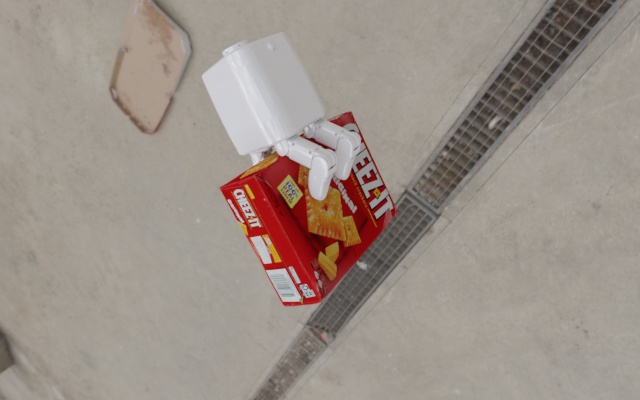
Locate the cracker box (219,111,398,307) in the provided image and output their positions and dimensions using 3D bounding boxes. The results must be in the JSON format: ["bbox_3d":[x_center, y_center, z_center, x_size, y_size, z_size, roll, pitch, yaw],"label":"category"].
[{"bbox_3d":[0.000,0.002,0.598,0.072,0.164,0.213,-14,18,41],"label":"cracker box"}]
